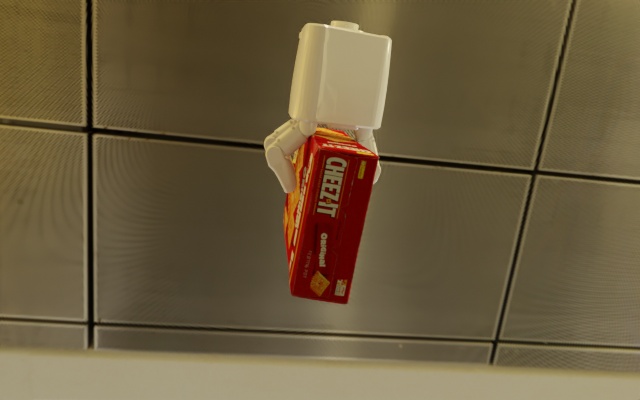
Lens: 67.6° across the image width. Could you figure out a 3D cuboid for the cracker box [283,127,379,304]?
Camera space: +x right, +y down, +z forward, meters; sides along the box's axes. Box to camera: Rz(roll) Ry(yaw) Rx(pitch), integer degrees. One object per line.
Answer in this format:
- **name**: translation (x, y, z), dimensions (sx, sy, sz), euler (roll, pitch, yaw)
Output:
- **cracker box**: translation (0.000, 0.002, 0.584), dimensions (0.072, 0.164, 0.213), euler (8, 14, -8)
